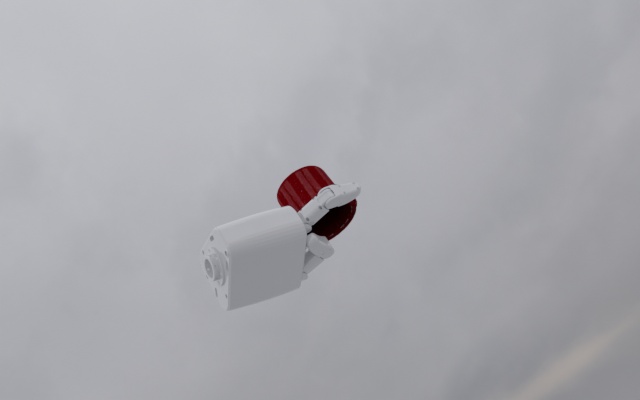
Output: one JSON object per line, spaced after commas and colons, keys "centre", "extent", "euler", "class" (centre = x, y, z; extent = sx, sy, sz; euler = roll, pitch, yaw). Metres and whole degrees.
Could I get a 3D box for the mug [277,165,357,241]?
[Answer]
{"centre": [0.001, 0.002, 0.685], "extent": [0.117, 0.081, 0.093], "euler": [-15, -37, -34], "class": "mug"}
